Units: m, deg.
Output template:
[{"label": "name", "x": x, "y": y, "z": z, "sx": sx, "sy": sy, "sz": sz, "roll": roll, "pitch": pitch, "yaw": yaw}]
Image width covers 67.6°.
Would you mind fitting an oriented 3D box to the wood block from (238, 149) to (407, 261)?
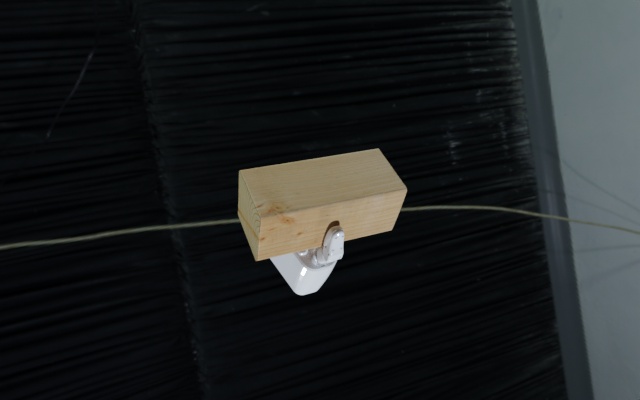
[{"label": "wood block", "x": 0.000, "y": 0.003, "z": 0.656, "sx": 0.206, "sy": 0.090, "sz": 0.090, "roll": -11, "pitch": -40, "yaw": -21}]
